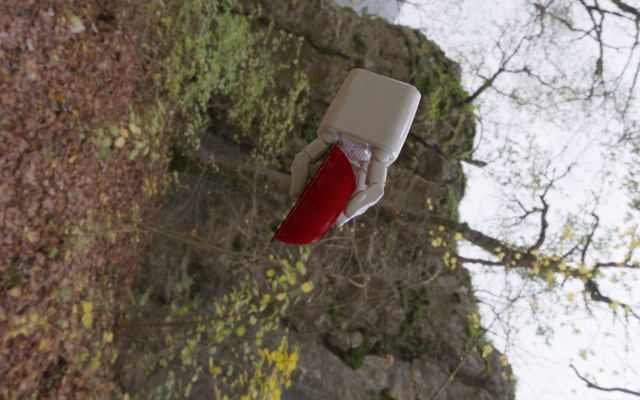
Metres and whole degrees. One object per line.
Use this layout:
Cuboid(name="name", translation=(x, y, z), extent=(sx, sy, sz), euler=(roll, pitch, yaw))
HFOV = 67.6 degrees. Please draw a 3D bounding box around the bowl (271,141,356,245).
Cuboid(name="bowl", translation=(0.000, 0.003, 0.635), extent=(0.055, 0.162, 0.162), euler=(34, -2, -2))
